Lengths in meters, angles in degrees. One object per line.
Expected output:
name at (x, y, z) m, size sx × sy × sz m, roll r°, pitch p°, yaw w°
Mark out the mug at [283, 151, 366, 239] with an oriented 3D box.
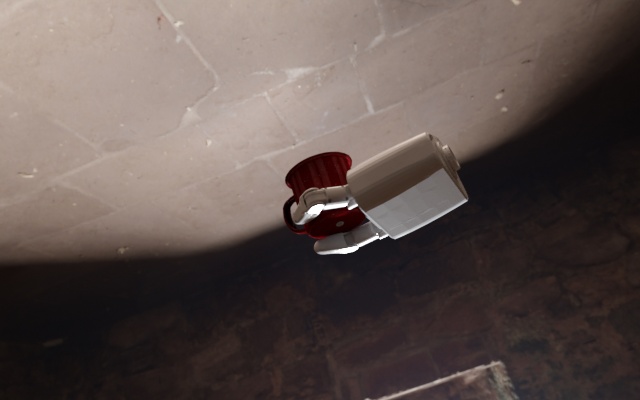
mug at (-0.001, 0.003, 0.618) m, size 0.117 × 0.081 × 0.093 m, roll -30°, pitch -26°, yaw 22°
